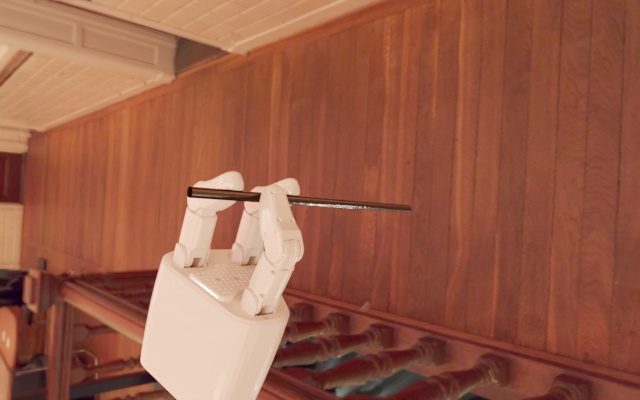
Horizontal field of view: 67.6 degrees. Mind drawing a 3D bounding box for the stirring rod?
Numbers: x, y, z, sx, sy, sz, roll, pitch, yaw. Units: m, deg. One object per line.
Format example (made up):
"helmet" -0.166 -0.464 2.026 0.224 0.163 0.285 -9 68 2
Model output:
"stirring rod" 0.000 0.001 0.406 0.239 0.011 0.011 5 -3 -42
